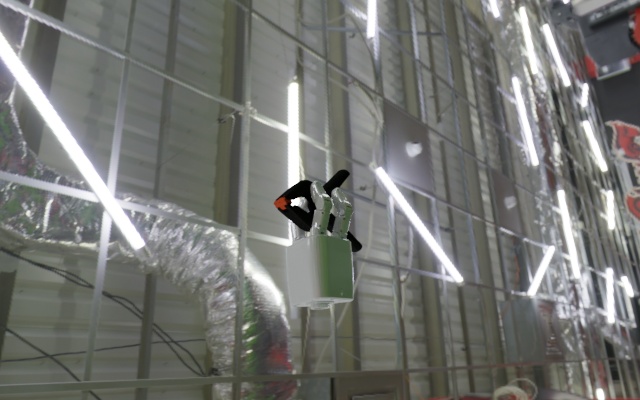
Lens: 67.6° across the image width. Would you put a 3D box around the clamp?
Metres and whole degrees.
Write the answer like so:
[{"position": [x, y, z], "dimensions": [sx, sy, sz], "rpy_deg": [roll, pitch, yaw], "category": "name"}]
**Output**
[{"position": [-0.001, 0.003, 0.869], "dimensions": [0.036, 0.164, 0.210], "rpy_deg": [-21, -24, 38], "category": "clamp"}]
